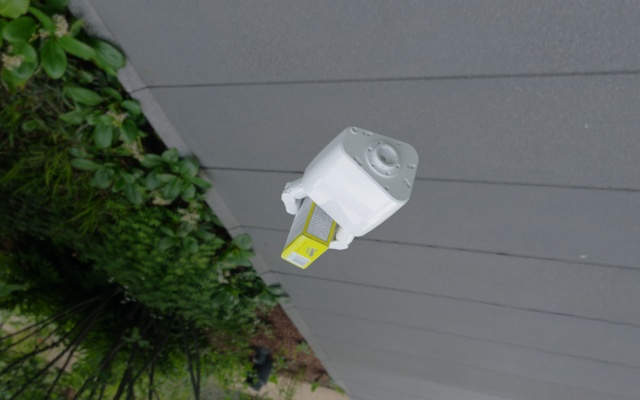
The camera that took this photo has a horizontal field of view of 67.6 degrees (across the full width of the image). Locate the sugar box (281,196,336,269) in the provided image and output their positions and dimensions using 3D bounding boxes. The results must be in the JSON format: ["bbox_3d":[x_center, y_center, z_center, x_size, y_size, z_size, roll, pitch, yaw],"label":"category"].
[{"bbox_3d":[0.001,0.003,0.694,0.048,0.176,0.093,28,-33,-11],"label":"sugar box"}]
